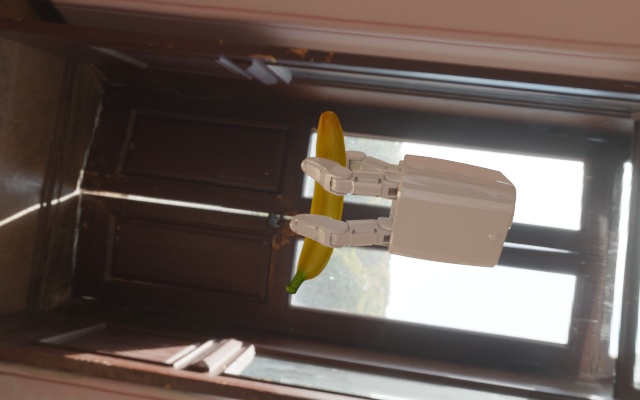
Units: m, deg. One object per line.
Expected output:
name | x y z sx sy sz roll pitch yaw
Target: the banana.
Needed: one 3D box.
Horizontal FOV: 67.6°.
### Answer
banana | 0.004 0.003 0.526 0.037 0.198 0.069 11 7 13
